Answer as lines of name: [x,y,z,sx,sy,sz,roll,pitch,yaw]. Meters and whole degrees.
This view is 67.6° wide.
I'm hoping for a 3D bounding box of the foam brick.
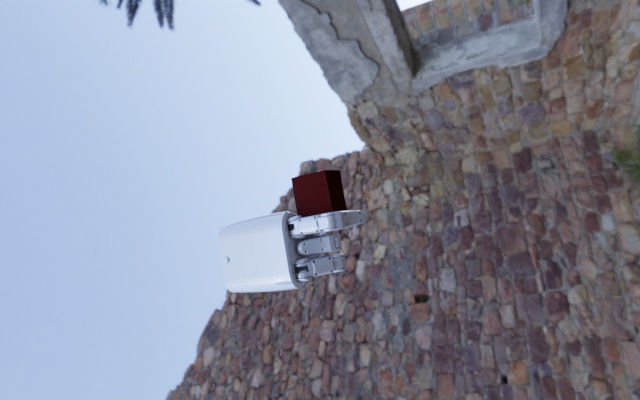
foam brick: [0.000,0.002,0.630,0.051,0.078,0.053,-11,-3,25]
